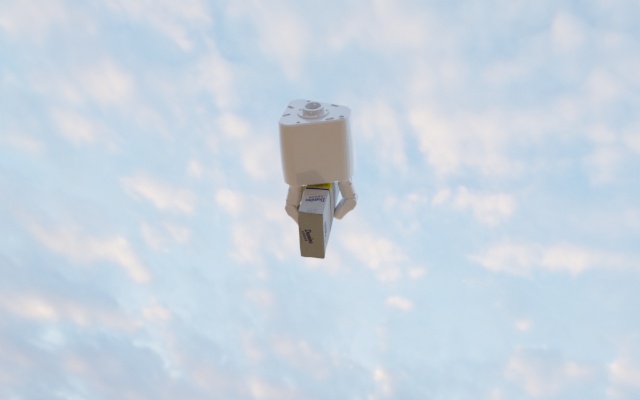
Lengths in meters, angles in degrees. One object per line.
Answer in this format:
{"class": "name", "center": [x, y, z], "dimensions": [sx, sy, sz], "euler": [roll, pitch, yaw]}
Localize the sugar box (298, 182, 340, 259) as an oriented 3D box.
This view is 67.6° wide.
{"class": "sugar box", "center": [0.000, 0.002, 0.789], "dimensions": [0.048, 0.093, 0.176], "euler": [6, 37, 11]}
